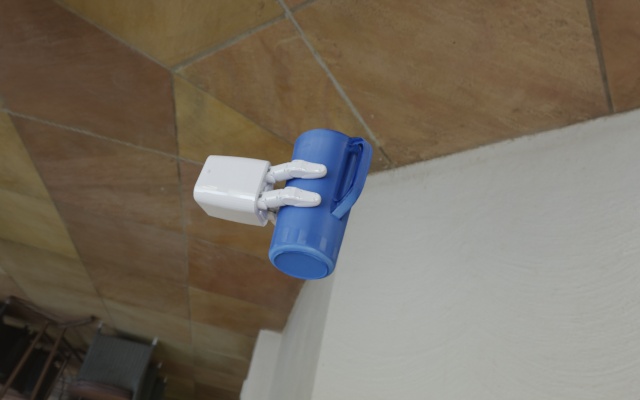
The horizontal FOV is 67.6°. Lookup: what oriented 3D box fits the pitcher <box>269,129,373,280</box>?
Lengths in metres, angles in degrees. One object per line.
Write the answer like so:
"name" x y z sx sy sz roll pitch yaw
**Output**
"pitcher" 0.000 0.003 0.808 0.145 0.242 0.149 10 -34 6
